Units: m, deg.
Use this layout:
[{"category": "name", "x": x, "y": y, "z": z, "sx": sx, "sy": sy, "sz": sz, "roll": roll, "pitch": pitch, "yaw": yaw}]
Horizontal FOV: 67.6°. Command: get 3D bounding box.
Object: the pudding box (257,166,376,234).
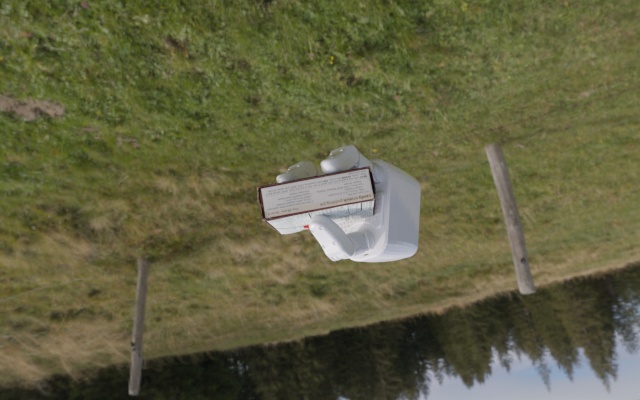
[{"category": "pudding box", "x": 0.000, "y": 0.002, "z": 0.491, "sx": 0.113, "sy": 0.039, "sz": 0.090, "roll": -12, "pitch": -13, "yaw": 2}]
